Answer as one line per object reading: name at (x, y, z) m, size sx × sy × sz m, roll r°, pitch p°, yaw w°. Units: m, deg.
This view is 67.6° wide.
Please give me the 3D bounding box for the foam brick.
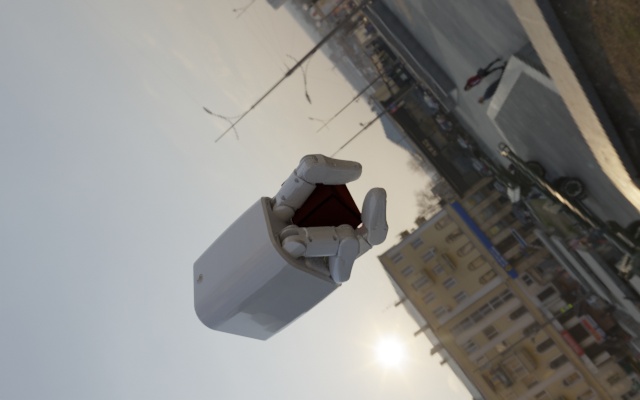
foam brick at (0.000, 0.001, 0.488) m, size 0.053 × 0.051 × 0.078 m, roll 39°, pitch 17°, yaw -33°
